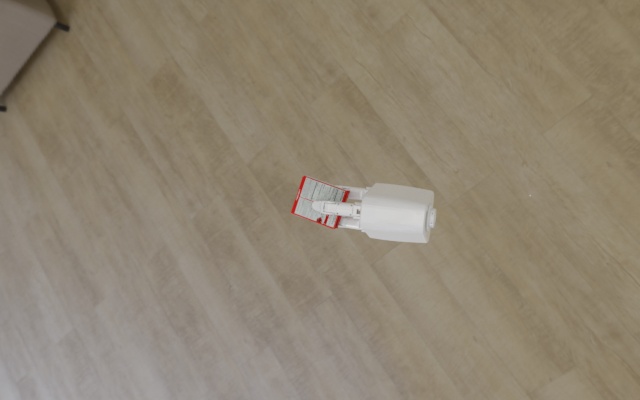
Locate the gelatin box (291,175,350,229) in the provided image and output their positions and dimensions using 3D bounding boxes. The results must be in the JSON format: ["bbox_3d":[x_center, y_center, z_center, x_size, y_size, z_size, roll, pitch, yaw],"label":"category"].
[{"bbox_3d":[0.000,0.003,0.858,0.089,0.073,0.030,20,6,13],"label":"gelatin box"}]
